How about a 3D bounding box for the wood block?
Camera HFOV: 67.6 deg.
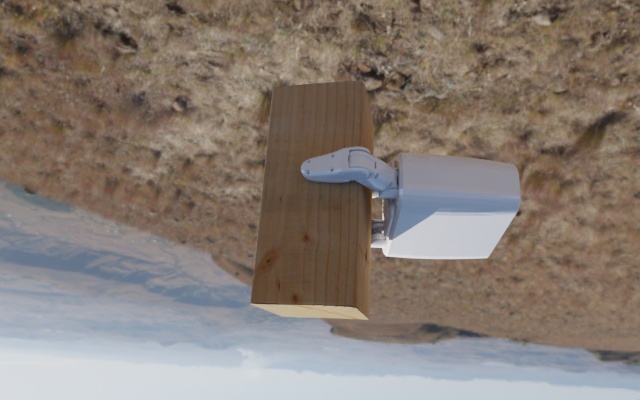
[{"bbox_3d":[0.000,0.002,0.453,0.090,0.206,0.091,-1,-20,13],"label":"wood block"}]
